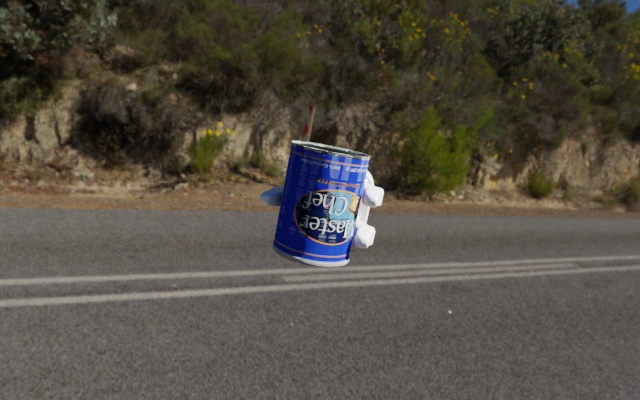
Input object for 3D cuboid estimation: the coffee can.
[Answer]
[{"bbox_3d":[0.000,0.002,0.614,0.103,0.140,0.103,11,11,-2],"label":"coffee can"}]
